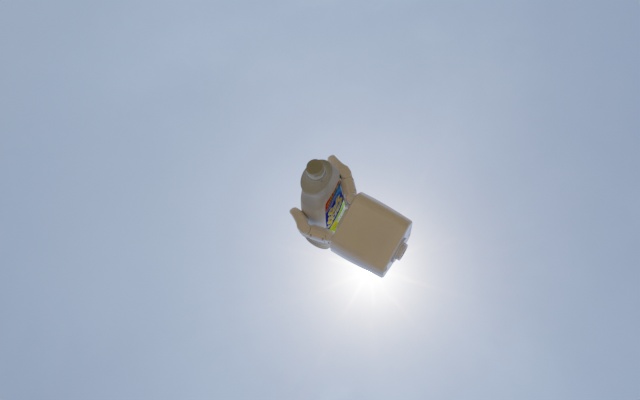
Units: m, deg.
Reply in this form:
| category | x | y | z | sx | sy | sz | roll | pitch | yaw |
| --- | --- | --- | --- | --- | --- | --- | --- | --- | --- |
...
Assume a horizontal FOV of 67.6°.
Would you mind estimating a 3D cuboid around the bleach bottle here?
| category | x | y | z | sx | sy | sz | roll | pitch | yaw |
| --- | --- | --- | --- | --- | --- | --- | --- | --- | --- |
| bleach bottle | 0.000 | 0.003 | 0.874 | 0.068 | 0.102 | 0.251 | 29 | -17 | 18 |
